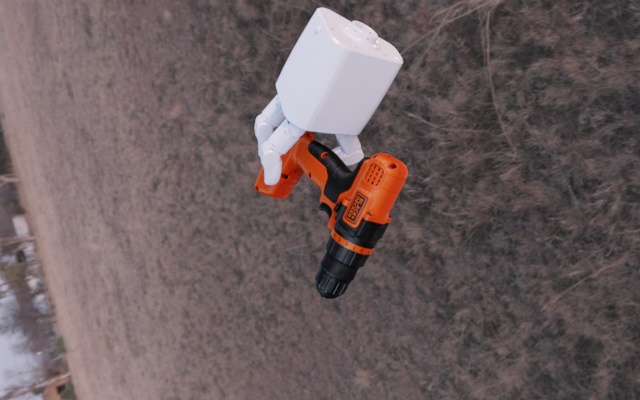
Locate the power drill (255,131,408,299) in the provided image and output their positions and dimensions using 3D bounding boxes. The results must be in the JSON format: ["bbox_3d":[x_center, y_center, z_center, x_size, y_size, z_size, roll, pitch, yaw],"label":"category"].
[{"bbox_3d":[0.000,0.001,0.591,0.187,0.184,0.057,36,15,35],"label":"power drill"}]
